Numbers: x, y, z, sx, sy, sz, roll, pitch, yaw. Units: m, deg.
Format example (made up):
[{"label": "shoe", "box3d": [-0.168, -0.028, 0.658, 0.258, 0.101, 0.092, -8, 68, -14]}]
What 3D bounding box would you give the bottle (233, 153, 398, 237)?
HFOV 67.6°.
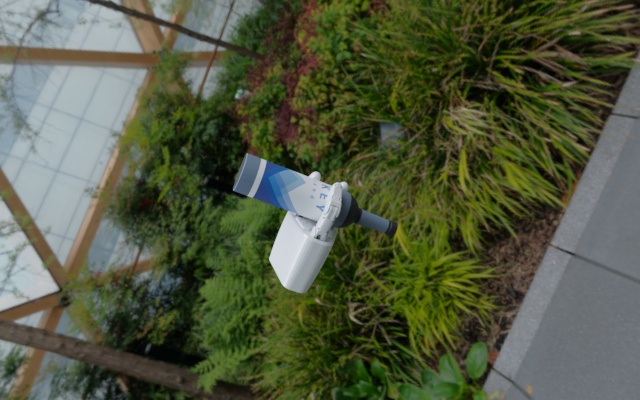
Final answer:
[{"label": "bottle", "box3d": [0.000, 0.003, 0.827, 0.296, 0.069, 0.069, 21, -6, -15]}]
